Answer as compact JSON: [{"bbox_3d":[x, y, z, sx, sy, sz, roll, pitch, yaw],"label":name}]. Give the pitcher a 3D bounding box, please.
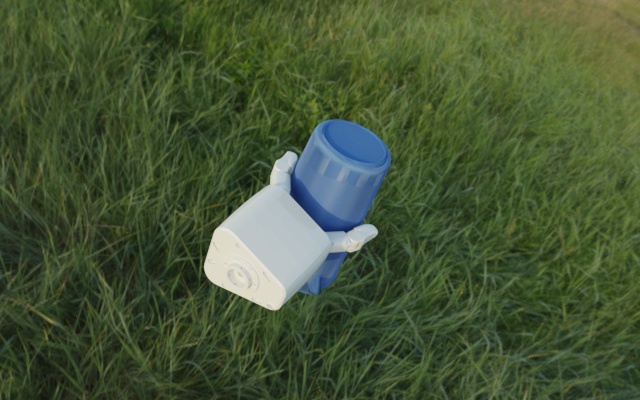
[{"bbox_3d":[0.000,0.002,0.689,0.149,0.243,0.145,35,39,11],"label":"pitcher"}]
